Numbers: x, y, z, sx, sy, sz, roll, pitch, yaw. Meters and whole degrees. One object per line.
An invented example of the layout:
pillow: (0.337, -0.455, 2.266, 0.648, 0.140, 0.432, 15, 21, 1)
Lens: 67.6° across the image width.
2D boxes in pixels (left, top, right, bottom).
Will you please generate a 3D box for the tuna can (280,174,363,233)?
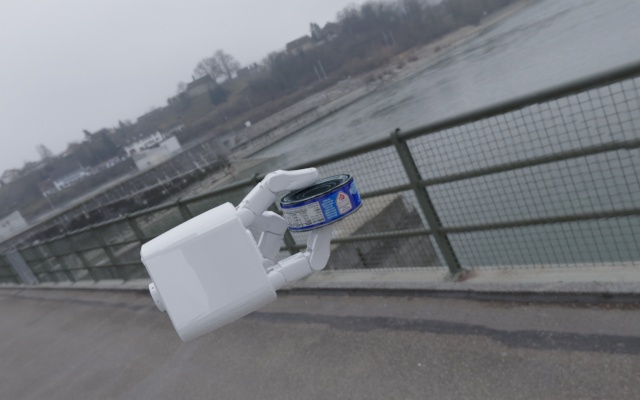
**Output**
tuna can: (0.000, 0.001, 0.517, 0.086, 0.034, 0.086, -19, 12, 4)
